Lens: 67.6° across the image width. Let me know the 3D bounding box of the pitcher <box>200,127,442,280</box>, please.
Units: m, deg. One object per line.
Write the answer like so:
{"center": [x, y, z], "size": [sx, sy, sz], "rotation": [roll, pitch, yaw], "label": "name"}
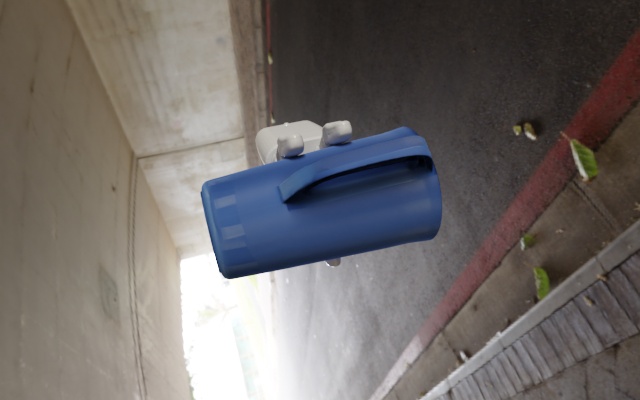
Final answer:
{"center": [0.000, 0.002, 0.517], "size": [0.243, 0.149, 0.145], "rotation": [-13, 26, -12], "label": "pitcher"}
